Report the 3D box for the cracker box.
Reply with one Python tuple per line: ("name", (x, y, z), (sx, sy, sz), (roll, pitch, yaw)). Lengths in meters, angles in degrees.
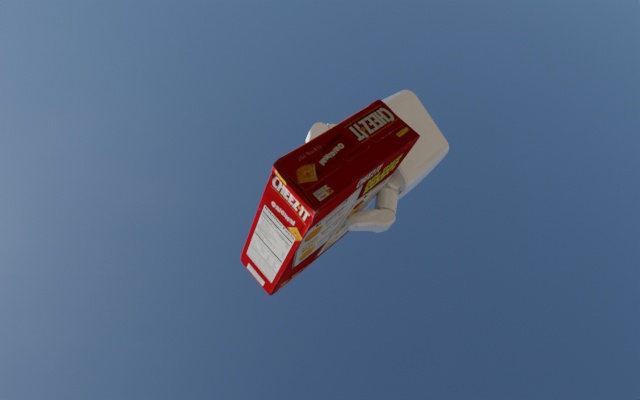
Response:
("cracker box", (0.000, 0.002, 0.554), (0.164, 0.072, 0.214), (-36, -15, -33))
